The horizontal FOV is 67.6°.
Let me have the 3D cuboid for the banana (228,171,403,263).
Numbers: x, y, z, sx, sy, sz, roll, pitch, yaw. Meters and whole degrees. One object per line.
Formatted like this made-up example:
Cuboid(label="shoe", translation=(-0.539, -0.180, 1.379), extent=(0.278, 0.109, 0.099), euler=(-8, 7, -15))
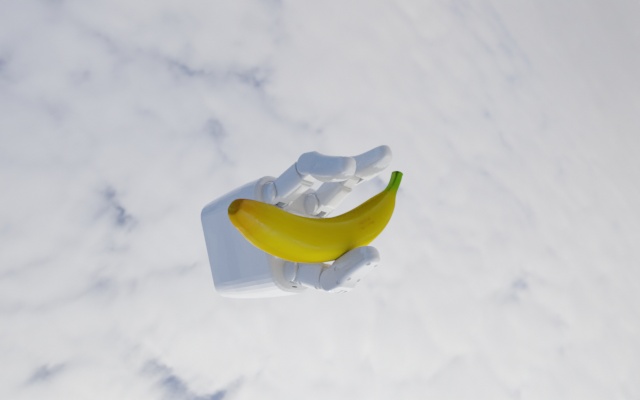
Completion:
Cuboid(label="banana", translation=(0.005, 0.019, 0.407), extent=(0.037, 0.069, 0.198), euler=(-1, 8, 44))
